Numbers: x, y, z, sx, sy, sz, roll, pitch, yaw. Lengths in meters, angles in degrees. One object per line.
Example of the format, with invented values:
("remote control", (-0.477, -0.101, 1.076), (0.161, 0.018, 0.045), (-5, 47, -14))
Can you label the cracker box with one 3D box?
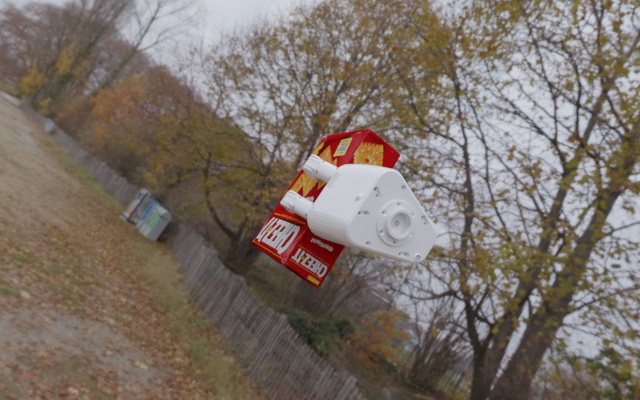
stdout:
("cracker box", (0.000, 0.002, 0.695), (0.072, 0.213, 0.164), (37, -9, -20))
